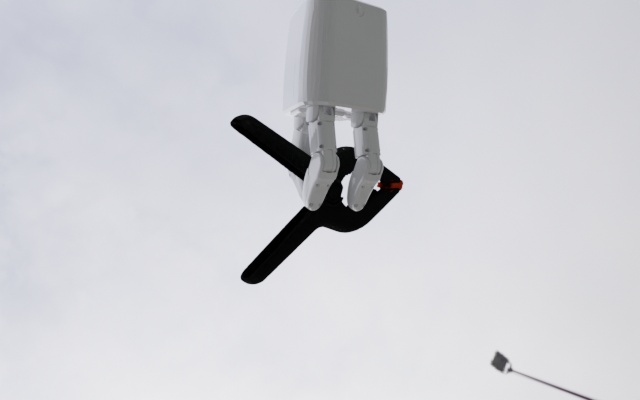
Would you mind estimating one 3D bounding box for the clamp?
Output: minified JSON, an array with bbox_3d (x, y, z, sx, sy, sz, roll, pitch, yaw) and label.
[{"bbox_3d":[0.000,0.001,0.509,0.210,0.164,0.036,1,6,-34],"label":"clamp"}]
